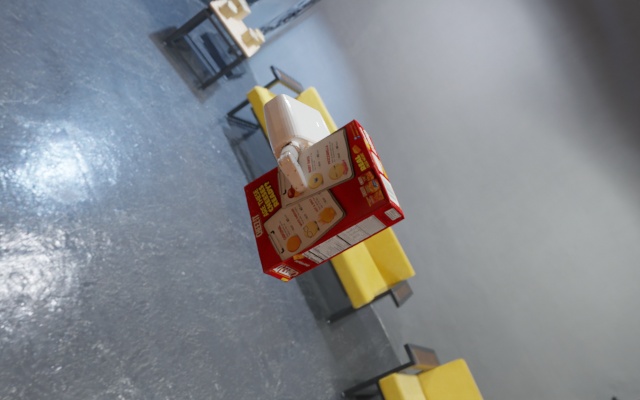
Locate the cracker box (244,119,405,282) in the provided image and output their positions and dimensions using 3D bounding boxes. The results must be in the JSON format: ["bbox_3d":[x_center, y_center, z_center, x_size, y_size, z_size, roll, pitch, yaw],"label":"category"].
[{"bbox_3d":[0.000,0.002,0.722,0.214,0.164,0.072,-30,-36,17],"label":"cracker box"}]
